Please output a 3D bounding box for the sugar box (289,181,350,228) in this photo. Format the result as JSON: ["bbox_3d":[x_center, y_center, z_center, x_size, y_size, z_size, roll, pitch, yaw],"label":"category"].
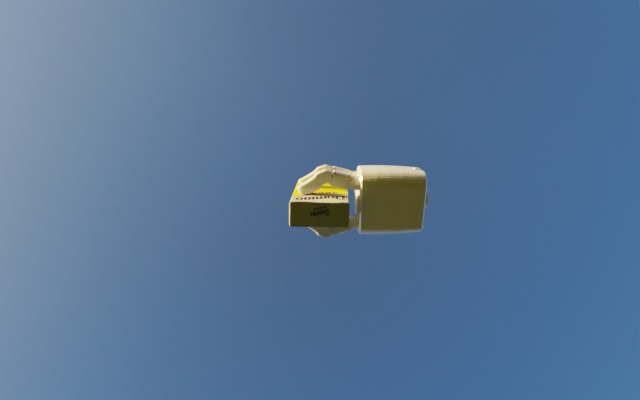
[{"bbox_3d":[0.000,0.002,0.801,0.093,0.048,0.176,1,10,0],"label":"sugar box"}]
